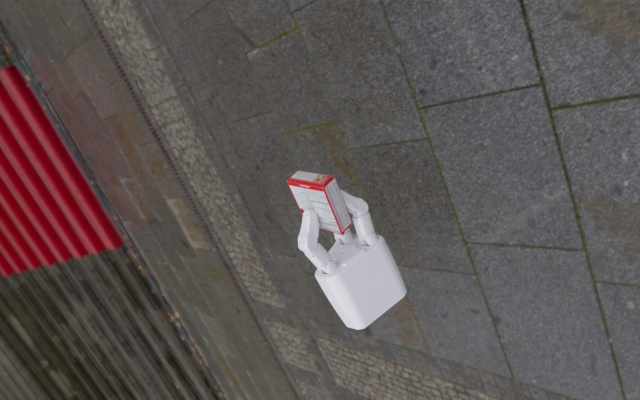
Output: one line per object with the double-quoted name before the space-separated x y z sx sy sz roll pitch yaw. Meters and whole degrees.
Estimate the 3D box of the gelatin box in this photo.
"gelatin box" 0.000 0.002 0.686 0.073 0.089 0.030 13 47 43
